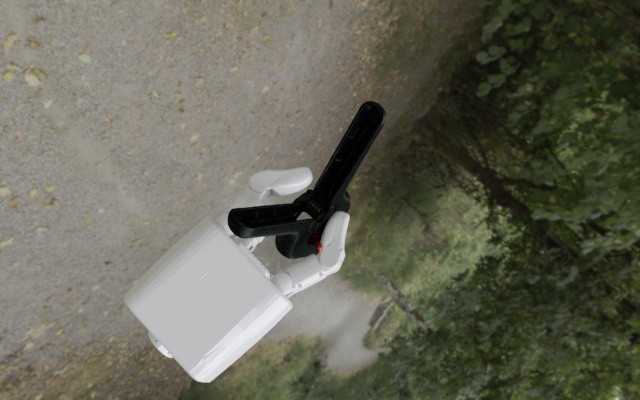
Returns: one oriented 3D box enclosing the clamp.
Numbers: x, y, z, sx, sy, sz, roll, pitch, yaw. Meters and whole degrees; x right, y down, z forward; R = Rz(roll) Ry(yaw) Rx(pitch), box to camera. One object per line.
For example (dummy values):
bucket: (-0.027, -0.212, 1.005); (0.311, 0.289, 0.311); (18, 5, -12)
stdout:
clamp: (0.001, 0.002, 0.468); (0.164, 0.036, 0.210); (-42, -19, -10)
